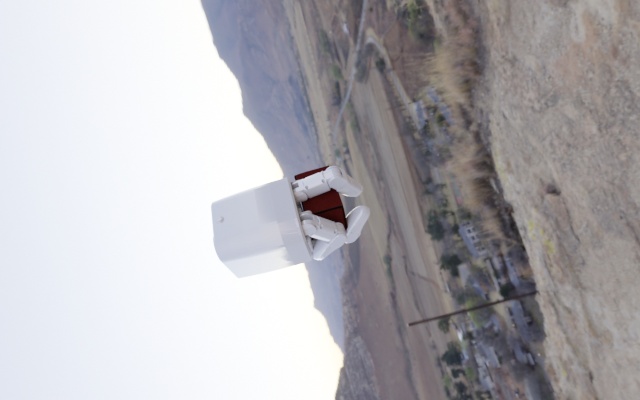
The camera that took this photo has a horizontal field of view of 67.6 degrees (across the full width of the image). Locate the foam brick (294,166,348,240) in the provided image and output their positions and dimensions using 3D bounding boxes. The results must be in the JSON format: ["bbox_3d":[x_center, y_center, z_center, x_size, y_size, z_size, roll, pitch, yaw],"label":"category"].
[{"bbox_3d":[0.000,0.002,0.636,0.051,0.078,0.053,-16,-42,-1],"label":"foam brick"}]
